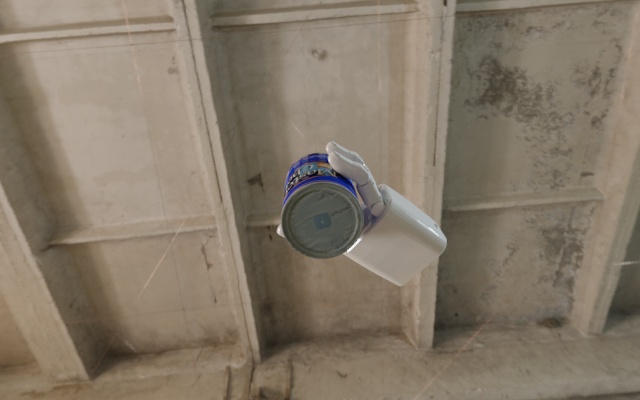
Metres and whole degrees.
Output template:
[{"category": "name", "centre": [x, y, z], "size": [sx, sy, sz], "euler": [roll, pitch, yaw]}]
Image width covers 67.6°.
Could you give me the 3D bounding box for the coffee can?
[{"category": "coffee can", "centre": [0.000, 0.002, 0.652], "size": [0.103, 0.103, 0.140], "euler": [0, 21, -2]}]
